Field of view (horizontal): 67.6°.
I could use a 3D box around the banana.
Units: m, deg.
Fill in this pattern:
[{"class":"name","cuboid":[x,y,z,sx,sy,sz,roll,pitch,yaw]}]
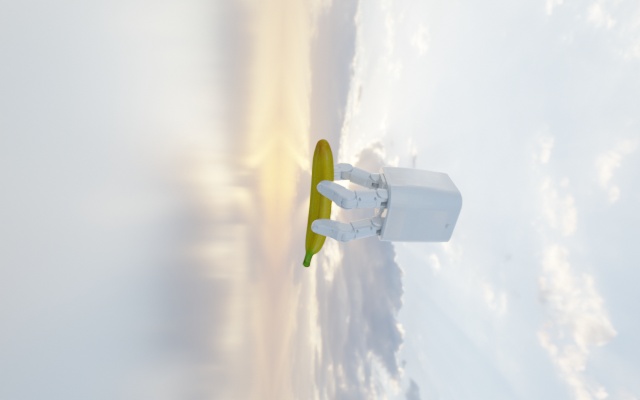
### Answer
[{"class":"banana","cuboid":[0.000,0.000,0.730,0.037,0.198,0.069,6,16,0]}]
